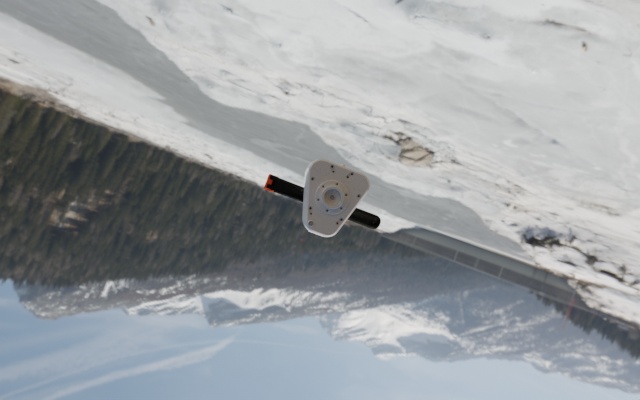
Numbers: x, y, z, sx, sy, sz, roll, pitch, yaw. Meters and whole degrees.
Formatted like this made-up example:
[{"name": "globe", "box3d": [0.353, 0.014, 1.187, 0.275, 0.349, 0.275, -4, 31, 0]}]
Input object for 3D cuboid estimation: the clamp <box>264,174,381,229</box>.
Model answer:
[{"name": "clamp", "box3d": [-0.001, 0.003, 0.879, 0.210, 0.036, 0.164, 21, -1, -2]}]
